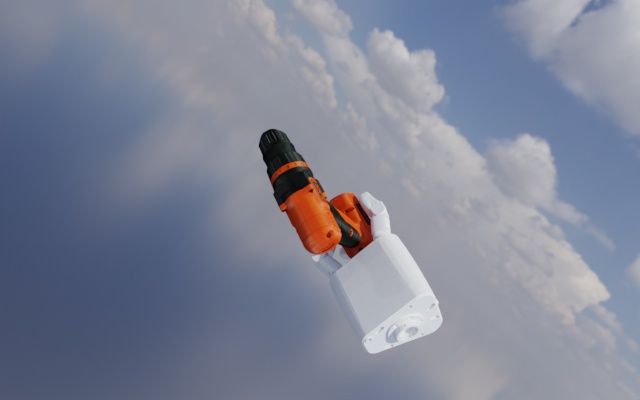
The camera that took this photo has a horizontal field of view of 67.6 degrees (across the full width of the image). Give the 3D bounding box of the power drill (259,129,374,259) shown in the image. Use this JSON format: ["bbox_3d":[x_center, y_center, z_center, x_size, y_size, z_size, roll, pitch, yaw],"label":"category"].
[{"bbox_3d":[0.000,0.002,0.640,0.057,0.184,0.188,-35,-30,16],"label":"power drill"}]
